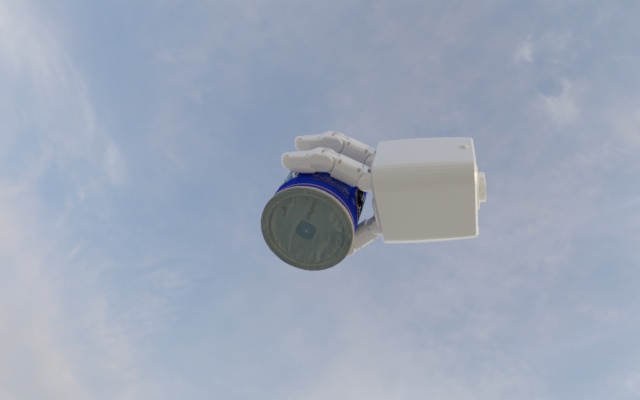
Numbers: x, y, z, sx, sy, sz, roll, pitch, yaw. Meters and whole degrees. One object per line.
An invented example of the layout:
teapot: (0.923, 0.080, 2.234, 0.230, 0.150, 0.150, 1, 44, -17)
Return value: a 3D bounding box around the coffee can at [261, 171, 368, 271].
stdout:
coffee can: (0.000, 0.002, 0.569, 0.103, 0.103, 0.140, 0, 27, 15)
